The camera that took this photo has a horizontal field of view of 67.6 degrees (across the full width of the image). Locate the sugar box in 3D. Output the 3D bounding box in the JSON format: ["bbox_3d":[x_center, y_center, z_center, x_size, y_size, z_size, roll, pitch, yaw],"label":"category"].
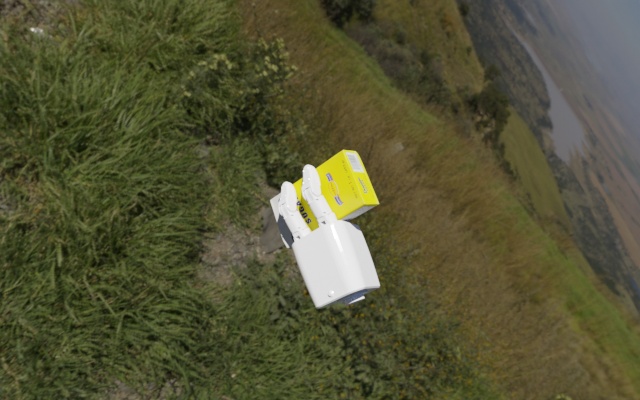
[{"bbox_3d":[0.000,0.003,0.757,0.176,0.093,0.048,-32,-20,33],"label":"sugar box"}]
